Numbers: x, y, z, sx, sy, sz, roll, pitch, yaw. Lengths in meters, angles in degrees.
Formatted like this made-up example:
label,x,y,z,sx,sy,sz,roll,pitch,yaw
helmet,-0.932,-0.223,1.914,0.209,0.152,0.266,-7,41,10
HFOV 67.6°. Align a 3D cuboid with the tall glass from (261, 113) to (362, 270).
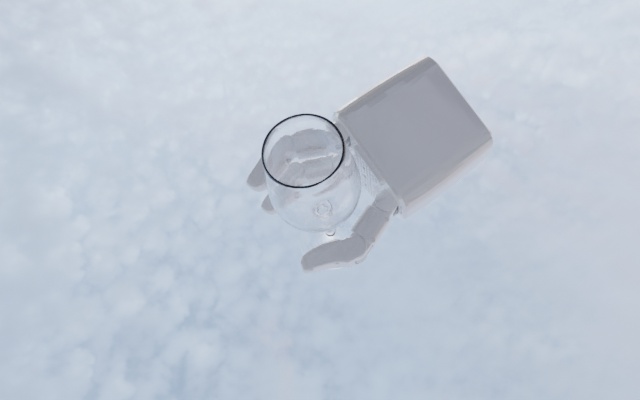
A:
label,x,y,z,sx,sy,sz,roll,pitch,yaw
tall glass,0.000,0.002,0.434,0.079,0.079,0.201,0,-22,8
